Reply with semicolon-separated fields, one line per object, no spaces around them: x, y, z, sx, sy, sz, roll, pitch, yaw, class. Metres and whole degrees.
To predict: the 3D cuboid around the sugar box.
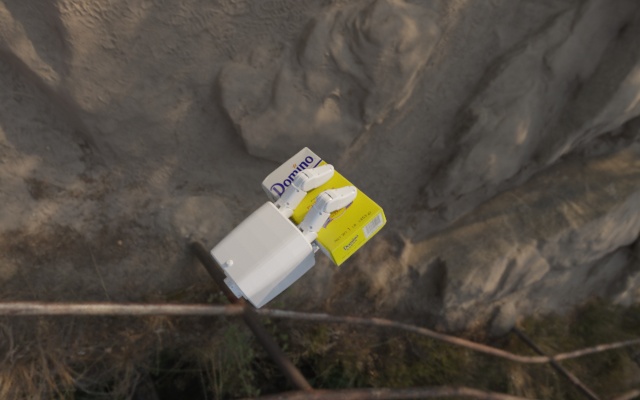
0.000;0.002;0.680;0.176;0.093;0.048;42;-15;34;sugar box
